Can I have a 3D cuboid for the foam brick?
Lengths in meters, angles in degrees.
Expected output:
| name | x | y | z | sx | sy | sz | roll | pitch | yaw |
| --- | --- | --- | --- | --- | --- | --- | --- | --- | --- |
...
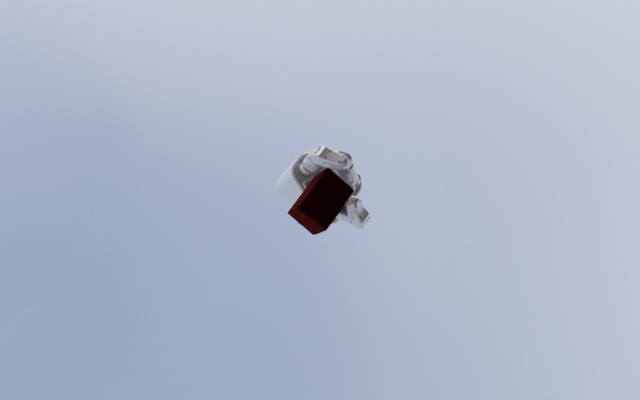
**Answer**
| name | x | y | z | sx | sy | sz | roll | pitch | yaw |
| --- | --- | --- | --- | --- | --- | --- | --- | --- | --- |
| foam brick | 0.000 | 0.002 | 0.681 | 0.053 | 0.078 | 0.051 | 41 | -24 | -10 |
